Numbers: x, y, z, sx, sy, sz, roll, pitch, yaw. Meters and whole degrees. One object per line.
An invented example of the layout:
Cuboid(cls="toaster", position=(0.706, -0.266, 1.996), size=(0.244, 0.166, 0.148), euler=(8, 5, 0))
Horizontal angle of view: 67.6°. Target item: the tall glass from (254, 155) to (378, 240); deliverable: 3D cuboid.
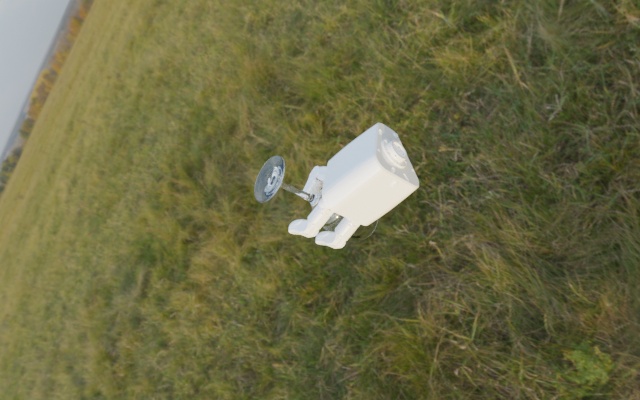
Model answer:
Cuboid(cls="tall glass", position=(-0.001, 0.002, 0.752), size=(0.201, 0.079, 0.079), euler=(25, -14, -34))
